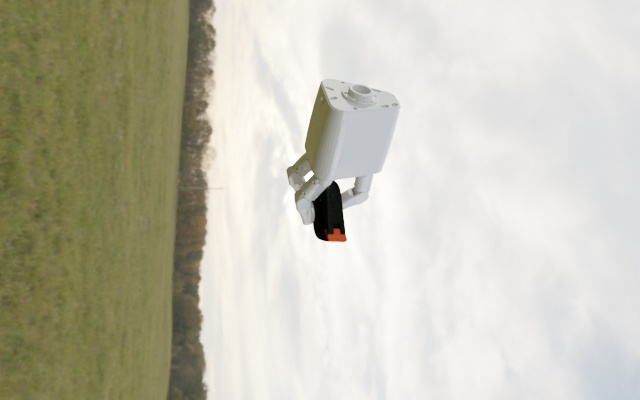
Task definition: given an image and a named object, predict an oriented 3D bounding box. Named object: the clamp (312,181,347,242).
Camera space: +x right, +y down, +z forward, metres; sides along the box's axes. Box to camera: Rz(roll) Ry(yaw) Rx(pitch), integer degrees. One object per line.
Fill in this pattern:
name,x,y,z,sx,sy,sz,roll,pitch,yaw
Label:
clamp,0.001,0.003,0.734,0.036,0.165,0.209,1,40,-15
